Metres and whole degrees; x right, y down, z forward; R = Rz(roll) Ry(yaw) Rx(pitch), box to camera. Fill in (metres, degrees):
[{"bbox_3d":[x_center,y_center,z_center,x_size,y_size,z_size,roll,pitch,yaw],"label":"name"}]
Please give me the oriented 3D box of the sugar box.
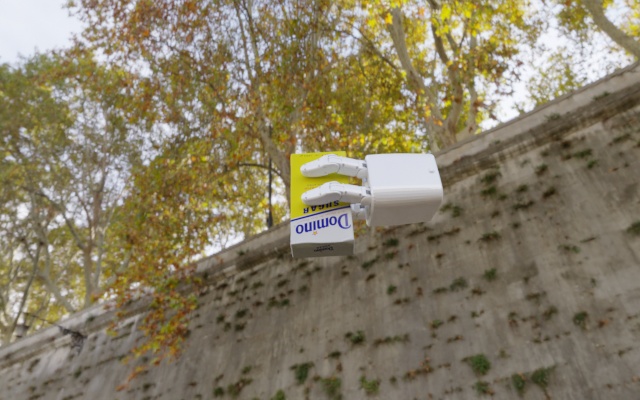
[{"bbox_3d":[0.000,0.002,0.738,0.093,0.176,0.048,-4,-40,0],"label":"sugar box"}]
